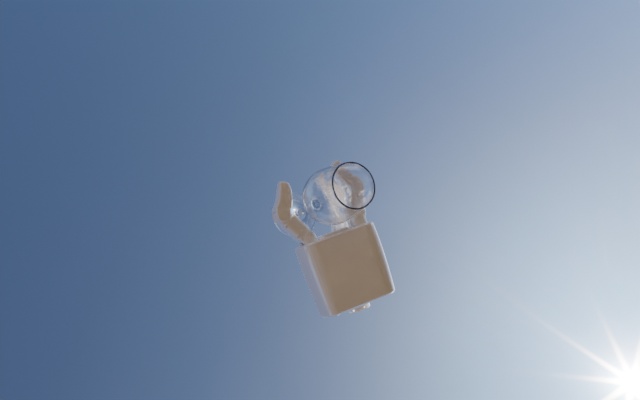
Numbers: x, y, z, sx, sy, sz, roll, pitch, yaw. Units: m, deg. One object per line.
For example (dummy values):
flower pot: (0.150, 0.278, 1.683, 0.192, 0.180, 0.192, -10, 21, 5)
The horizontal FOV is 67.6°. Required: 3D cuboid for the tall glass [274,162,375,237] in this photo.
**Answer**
tall glass: (0.000, 0.002, 0.677, 0.079, 0.079, 0.201, 0, -12, -25)
